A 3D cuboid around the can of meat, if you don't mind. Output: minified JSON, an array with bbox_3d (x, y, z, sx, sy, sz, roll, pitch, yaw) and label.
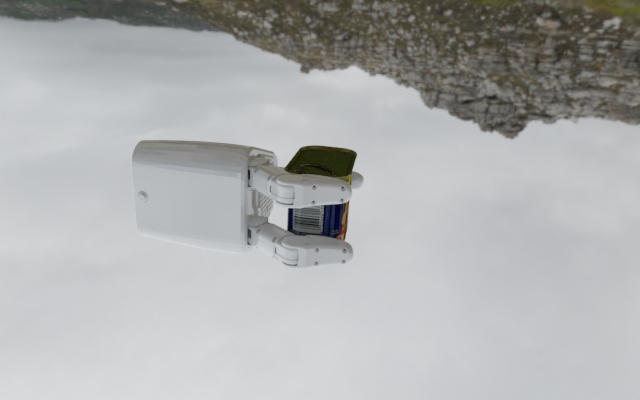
[{"bbox_3d":[0.000,0.002,0.449,0.057,0.084,0.102,6,21,6],"label":"can of meat"}]
